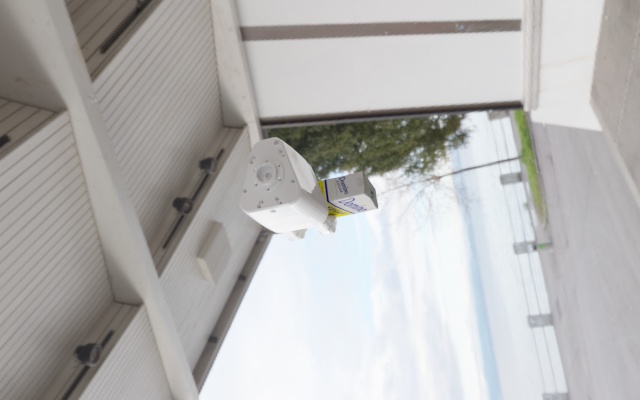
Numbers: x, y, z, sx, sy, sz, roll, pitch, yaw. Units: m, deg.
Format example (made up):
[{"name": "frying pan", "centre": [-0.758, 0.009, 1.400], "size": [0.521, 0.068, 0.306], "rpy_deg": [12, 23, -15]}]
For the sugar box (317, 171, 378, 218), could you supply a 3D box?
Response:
[{"name": "sugar box", "centre": [0.000, 0.003, 0.791], "size": [0.176, 0.048, 0.093], "rpy_deg": [-10, -19, 17]}]
